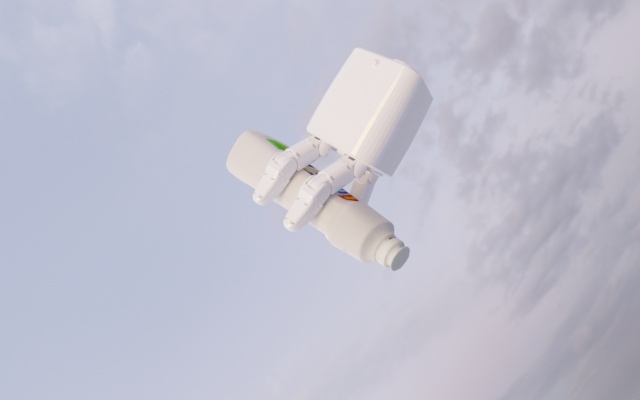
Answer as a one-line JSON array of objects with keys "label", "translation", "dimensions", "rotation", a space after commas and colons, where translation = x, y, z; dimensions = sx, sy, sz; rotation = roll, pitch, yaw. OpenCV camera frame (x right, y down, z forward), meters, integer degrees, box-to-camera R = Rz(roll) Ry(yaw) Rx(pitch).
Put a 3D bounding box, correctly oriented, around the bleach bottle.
[{"label": "bleach bottle", "translation": [0.000, 0.002, 0.544], "dimensions": [0.250, 0.068, 0.102], "rotation": [35, 8, 37]}]
